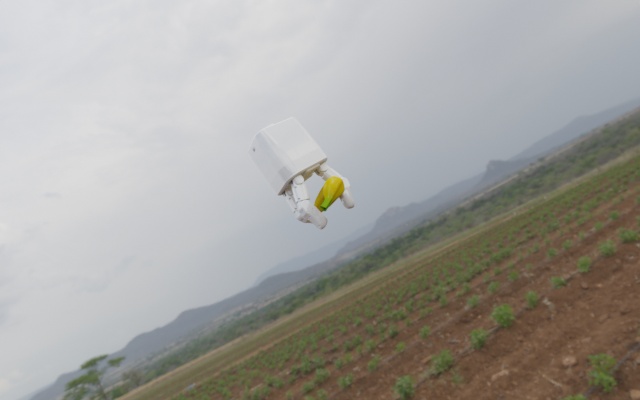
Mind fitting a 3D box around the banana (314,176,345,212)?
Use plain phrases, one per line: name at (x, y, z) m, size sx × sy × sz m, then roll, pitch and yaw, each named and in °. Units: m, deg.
banana at (0.013, -0.011, 0.873) m, size 0.037 × 0.069 × 0.198 m, roll 44°, pitch -5°, yaw 1°
